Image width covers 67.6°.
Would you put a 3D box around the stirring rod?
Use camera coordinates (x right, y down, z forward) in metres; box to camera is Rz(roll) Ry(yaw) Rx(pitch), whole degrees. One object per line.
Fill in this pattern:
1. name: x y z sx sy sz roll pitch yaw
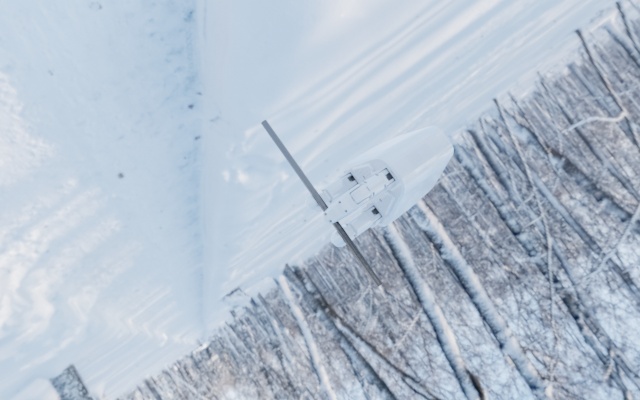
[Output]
1. stirring rod: 0.000 0.002 0.571 0.011 0.239 0.011 -35 -5 -3
